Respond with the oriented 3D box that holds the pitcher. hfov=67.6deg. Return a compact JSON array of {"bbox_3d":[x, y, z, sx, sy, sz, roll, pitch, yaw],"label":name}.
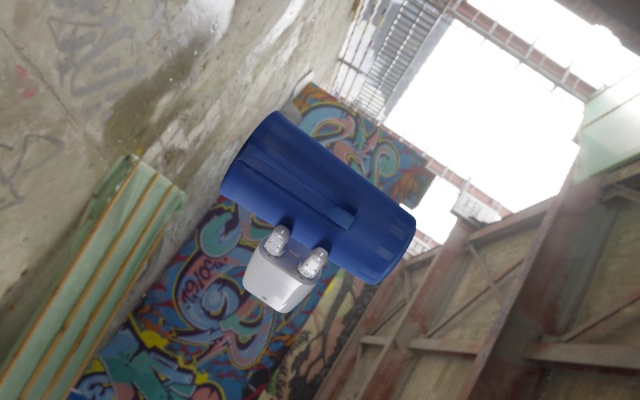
[{"bbox_3d":[0.000,0.002,0.618,0.243,0.145,0.149,34,44,1],"label":"pitcher"}]
